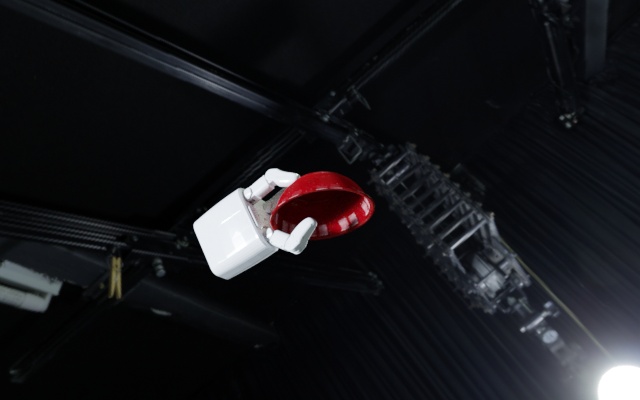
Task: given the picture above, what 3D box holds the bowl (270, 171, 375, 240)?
[{"bbox_3d":[0.001,0.002,0.741,0.162,0.055,0.162,-7,-30,-4],"label":"bowl"}]
